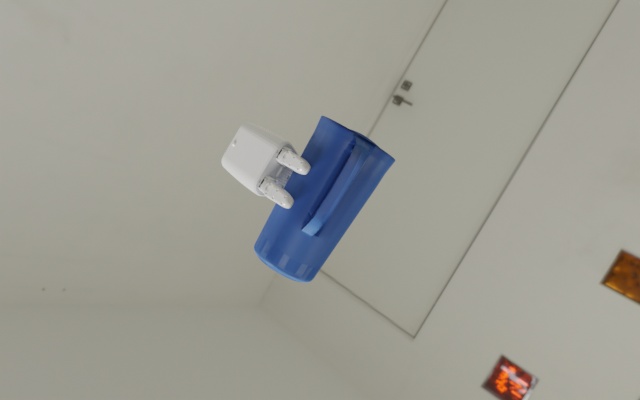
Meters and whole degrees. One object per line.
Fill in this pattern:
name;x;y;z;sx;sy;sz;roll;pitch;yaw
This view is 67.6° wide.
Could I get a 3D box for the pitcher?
pitcher;0.000;0.002;0.734;0.145;0.243;0.149;34;5;36
